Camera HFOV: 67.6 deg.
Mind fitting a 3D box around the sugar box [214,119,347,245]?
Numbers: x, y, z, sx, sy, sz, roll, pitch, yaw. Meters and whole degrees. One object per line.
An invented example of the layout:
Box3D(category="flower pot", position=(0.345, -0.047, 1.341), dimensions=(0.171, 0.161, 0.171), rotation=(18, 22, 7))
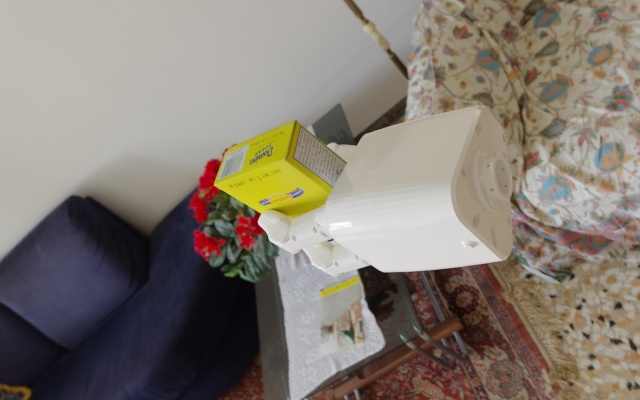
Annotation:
Box3D(category="sugar box", position=(0.000, 0.002, 0.445), dimensions=(0.093, 0.048, 0.176), rotation=(-15, -39, 40))
